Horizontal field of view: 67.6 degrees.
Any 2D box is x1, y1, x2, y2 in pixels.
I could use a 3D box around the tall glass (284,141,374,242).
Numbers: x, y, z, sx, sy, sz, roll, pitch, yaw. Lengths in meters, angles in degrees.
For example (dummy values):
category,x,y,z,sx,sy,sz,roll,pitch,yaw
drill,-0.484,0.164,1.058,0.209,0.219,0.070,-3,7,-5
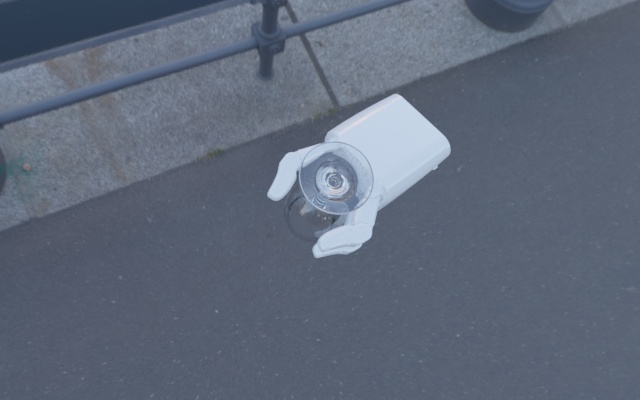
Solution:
category,x,y,z,sx,sy,sz,roll,pitch,yaw
tall glass,0.000,0.002,0.557,0.079,0.079,0.201,0,-14,-10
